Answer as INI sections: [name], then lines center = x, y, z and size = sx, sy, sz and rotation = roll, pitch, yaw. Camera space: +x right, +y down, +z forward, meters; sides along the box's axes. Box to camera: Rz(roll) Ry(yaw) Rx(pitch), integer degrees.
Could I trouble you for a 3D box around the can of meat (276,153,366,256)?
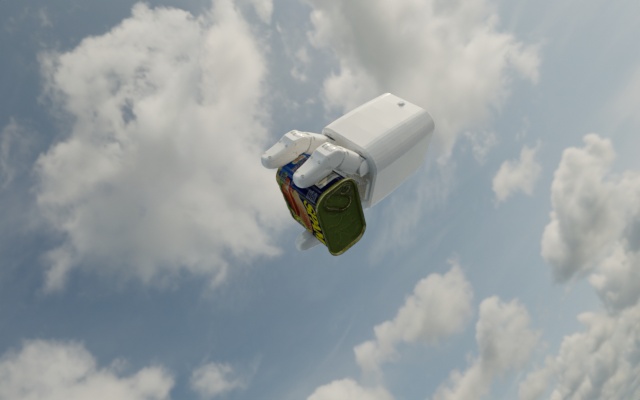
[can of meat]
center = 0.000, 0.002, 0.558
size = 0.057, 0.102, 0.084
rotation = -37, 48, -18
